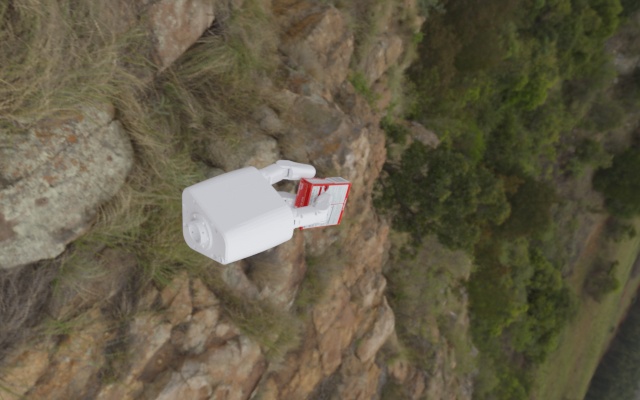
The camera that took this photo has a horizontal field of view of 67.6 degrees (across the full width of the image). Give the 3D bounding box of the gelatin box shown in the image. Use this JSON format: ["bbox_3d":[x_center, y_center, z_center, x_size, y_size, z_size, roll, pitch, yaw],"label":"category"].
[{"bbox_3d":[0.001,0.003,0.732,0.089,0.073,0.030,-4,27,-44],"label":"gelatin box"}]
